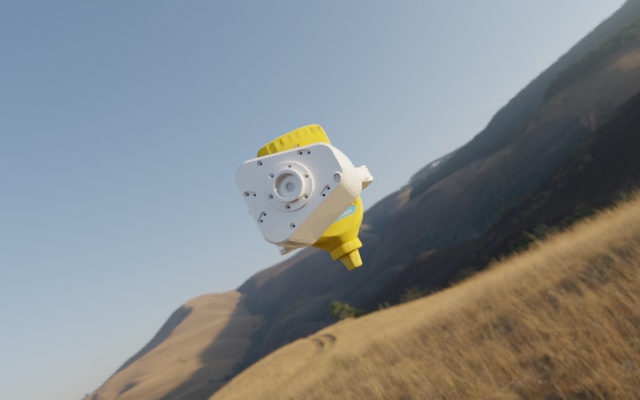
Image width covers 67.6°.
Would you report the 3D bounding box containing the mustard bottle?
[{"bbox_3d":[0.000,0.002,0.619,0.096,0.191,0.058,-26,-10,-16],"label":"mustard bottle"}]
